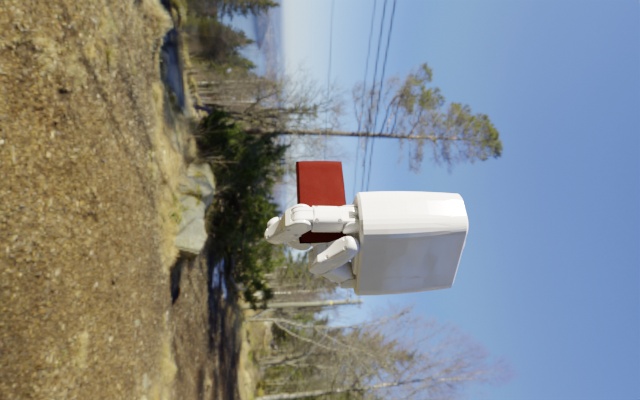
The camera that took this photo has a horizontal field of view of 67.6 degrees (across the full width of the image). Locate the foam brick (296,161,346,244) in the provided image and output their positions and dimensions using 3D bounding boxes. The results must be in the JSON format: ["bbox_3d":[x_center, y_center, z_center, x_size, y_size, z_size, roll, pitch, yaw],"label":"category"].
[{"bbox_3d":[0.000,0.001,0.524,0.051,0.078,0.053,-3,-34,-2],"label":"foam brick"}]
